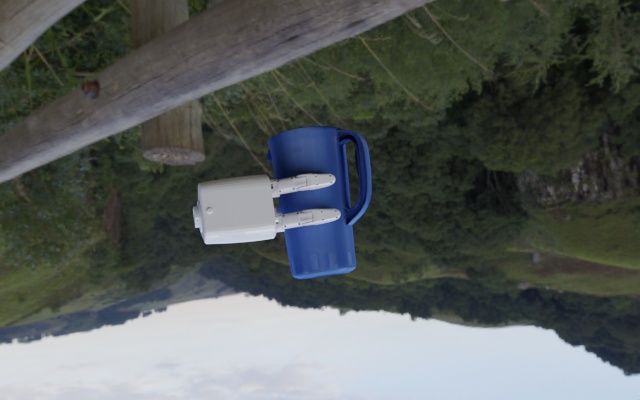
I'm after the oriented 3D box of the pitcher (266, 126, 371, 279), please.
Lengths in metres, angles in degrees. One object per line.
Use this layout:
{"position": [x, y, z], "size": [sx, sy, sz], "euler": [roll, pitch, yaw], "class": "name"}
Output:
{"position": [0.000, 0.003, 0.798], "size": [0.145, 0.243, 0.149], "euler": [-6, -7, -18], "class": "pitcher"}
